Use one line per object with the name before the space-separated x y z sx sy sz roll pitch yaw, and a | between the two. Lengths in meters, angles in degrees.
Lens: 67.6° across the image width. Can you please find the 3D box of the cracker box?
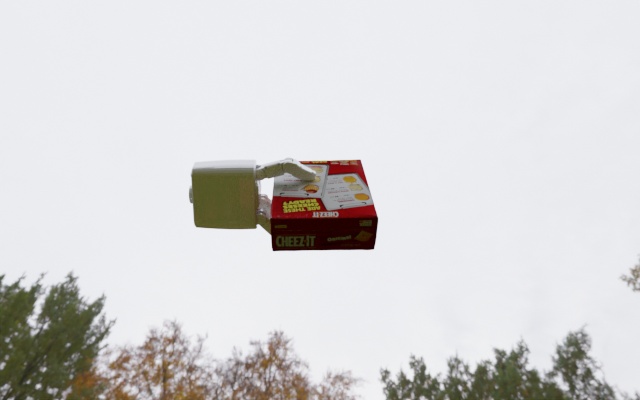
cracker box | 0.000 0.002 0.815 0.164 0.072 0.213 -1 29 -3
